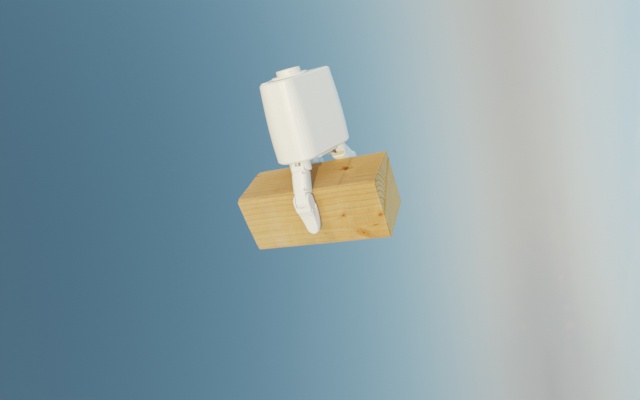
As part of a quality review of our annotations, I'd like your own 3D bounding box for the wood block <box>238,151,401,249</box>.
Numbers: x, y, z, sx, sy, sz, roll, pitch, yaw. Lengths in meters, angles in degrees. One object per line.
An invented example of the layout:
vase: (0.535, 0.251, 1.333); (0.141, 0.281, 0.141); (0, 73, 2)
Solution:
wood block: (0.000, 0.002, 0.692); (0.206, 0.090, 0.090); (-8, 30, 24)
